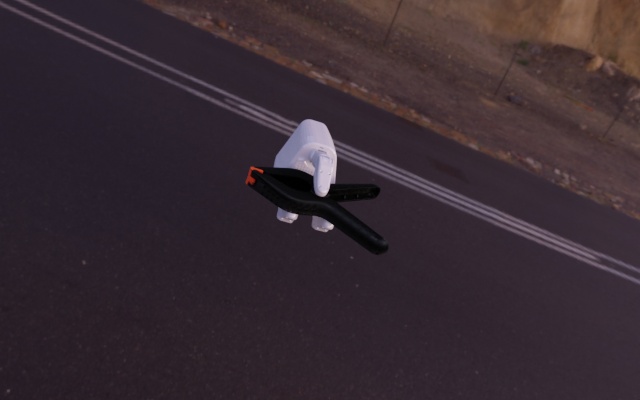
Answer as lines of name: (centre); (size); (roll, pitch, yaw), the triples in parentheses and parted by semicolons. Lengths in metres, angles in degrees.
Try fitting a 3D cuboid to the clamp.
clamp: (0.000, 0.001, 0.664); (0.210, 0.036, 0.164); (15, 29, -14)
